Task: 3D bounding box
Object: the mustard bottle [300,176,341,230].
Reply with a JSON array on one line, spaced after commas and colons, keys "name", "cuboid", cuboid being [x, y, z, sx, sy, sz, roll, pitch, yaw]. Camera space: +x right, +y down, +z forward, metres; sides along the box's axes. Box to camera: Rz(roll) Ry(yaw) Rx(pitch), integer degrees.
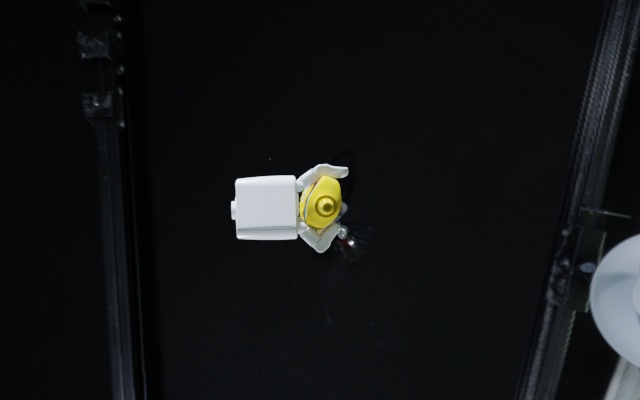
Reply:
[{"name": "mustard bottle", "cuboid": [0.000, 0.003, 0.868, 0.058, 0.096, 0.191, 23, 2, -8]}]
